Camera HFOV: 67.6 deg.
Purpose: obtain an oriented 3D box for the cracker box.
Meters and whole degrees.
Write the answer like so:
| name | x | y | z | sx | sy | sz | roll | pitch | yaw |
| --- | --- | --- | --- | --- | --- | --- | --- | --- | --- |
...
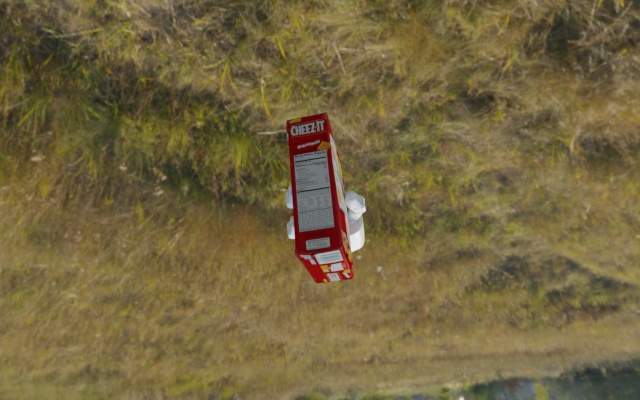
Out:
| name | x | y | z | sx | sy | sz | roll | pitch | yaw |
| --- | --- | --- | --- | --- | --- | --- | --- | --- | --- |
| cracker box | 0.000 | 0.003 | 0.732 | 0.072 | 0.213 | 0.164 | -9 | -24 | 7 |
